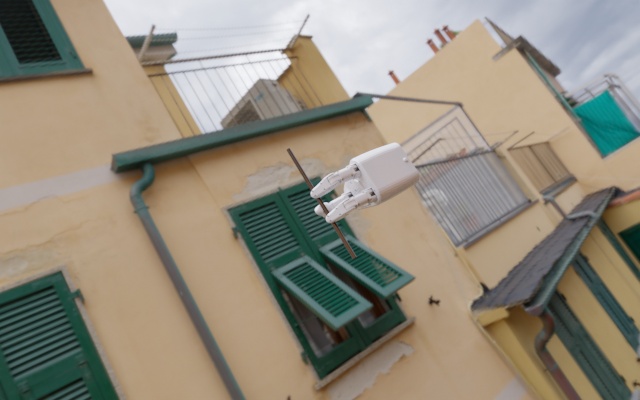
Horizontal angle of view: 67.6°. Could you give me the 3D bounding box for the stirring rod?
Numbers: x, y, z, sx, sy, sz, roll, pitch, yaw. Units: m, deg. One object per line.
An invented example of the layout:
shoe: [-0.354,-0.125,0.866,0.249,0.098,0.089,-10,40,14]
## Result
stirring rod: [0.000,0.003,0.881,0.011,0.239,0.011,-30,-13,-7]
